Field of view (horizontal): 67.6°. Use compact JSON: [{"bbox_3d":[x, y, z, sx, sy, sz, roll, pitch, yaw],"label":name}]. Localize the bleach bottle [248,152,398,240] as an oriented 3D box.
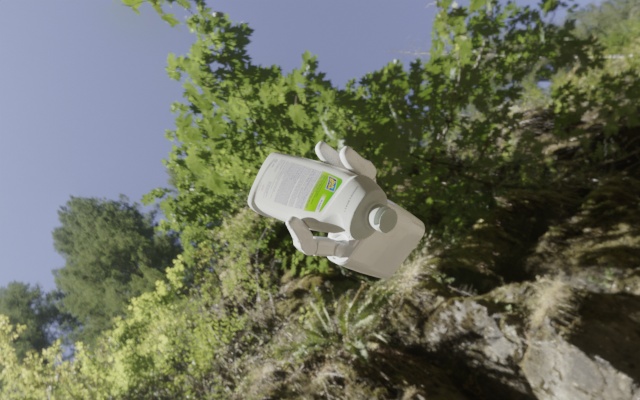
[{"bbox_3d":[0.000,0.002,0.635,0.068,0.102,0.250,25,-2,-39],"label":"bleach bottle"}]
